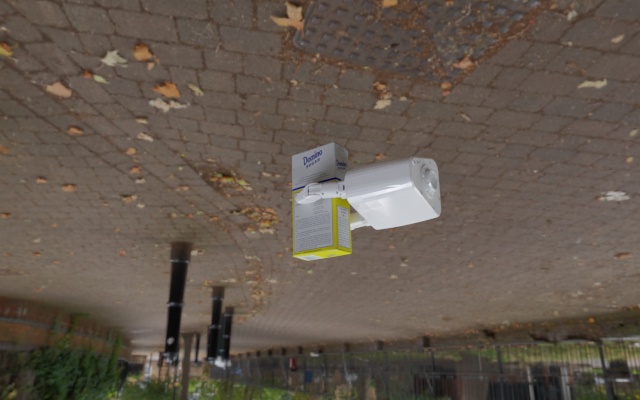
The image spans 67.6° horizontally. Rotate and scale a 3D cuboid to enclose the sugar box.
[{"bbox_3d":[0.001,0.003,0.771,0.093,0.176,0.048,-13,-23,36],"label":"sugar box"}]
